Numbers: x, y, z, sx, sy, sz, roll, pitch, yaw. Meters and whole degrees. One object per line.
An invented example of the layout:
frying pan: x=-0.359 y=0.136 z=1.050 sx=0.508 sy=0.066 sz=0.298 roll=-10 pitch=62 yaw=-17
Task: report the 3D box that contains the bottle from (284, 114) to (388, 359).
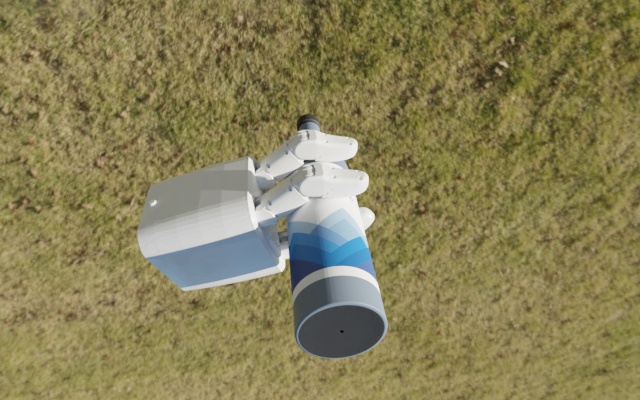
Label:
bottle: x=0.000 y=0.002 z=0.451 sx=0.069 sy=0.069 sz=0.295 roll=0 pitch=39 yaw=-8
